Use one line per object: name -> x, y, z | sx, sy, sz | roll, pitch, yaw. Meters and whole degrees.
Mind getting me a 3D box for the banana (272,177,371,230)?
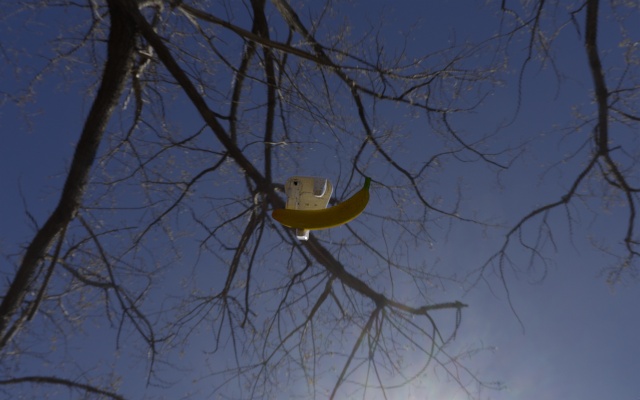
banana -> 0.010, 0.019, 0.889 | 0.198, 0.069, 0.037 | -20, 5, 6
